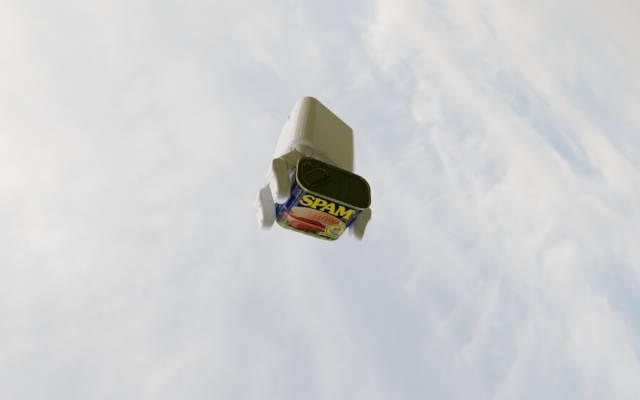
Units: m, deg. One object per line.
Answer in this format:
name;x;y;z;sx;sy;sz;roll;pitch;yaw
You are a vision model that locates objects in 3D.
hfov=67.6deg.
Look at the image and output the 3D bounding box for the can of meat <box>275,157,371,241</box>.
can of meat;0.000;0.002;0.612;0.102;0.057;0.084;19;-44;-18
